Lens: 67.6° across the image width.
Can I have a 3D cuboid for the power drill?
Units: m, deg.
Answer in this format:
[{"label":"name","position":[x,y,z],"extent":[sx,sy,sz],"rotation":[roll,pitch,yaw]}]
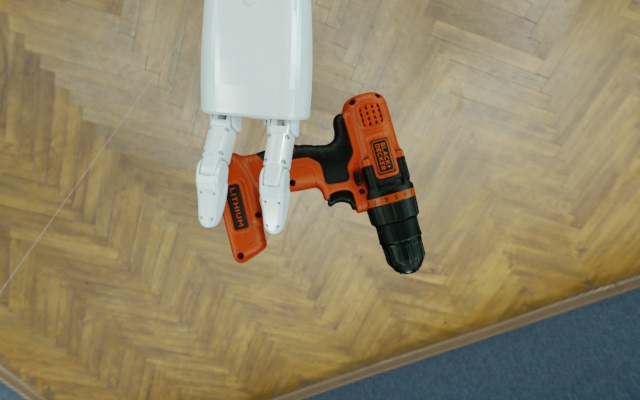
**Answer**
[{"label":"power drill","position":[0.000,0.001,0.470],"extent":[0.187,0.184,0.057],"rotation":[-15,-2,-6]}]
